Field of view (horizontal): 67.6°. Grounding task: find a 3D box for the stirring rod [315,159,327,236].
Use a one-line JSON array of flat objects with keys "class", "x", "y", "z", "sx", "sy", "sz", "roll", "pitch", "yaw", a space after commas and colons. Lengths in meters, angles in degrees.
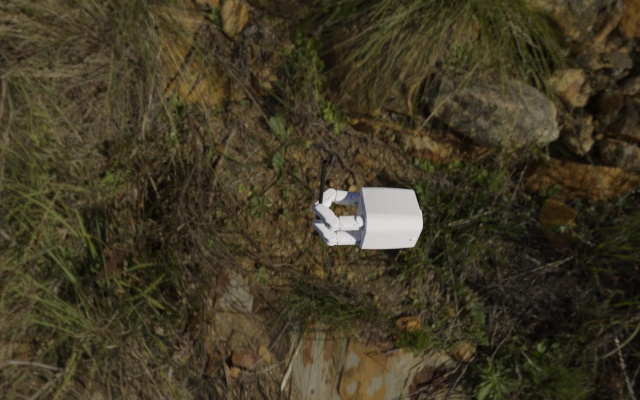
[{"class": "stirring rod", "x": 0.000, "y": 0.003, "z": 0.878, "sx": 0.011, "sy": 0.011, "sz": 0.240, "roll": 0, "pitch": -34, "yaw": -4}]
